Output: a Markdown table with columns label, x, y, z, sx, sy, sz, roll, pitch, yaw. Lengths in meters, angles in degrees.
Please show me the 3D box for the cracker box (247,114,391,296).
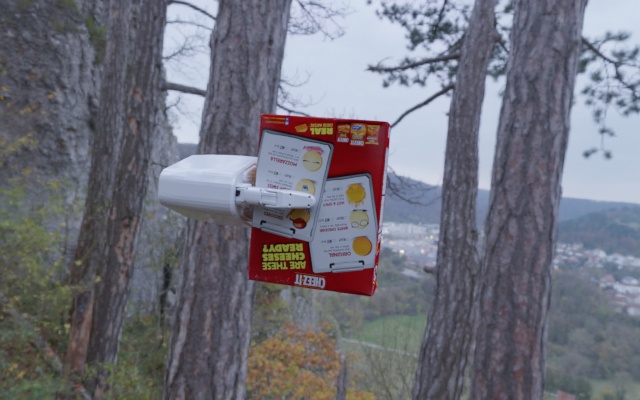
| label | x | y | z | sx | sy | sz | roll | pitch | yaw |
| --- | --- | --- | --- | --- | --- | --- | --- | --- | --- |
| cracker box | 0.000 | 0.002 | 0.617 | 0.164 | 0.214 | 0.072 | 6 | 4 | 13 |
